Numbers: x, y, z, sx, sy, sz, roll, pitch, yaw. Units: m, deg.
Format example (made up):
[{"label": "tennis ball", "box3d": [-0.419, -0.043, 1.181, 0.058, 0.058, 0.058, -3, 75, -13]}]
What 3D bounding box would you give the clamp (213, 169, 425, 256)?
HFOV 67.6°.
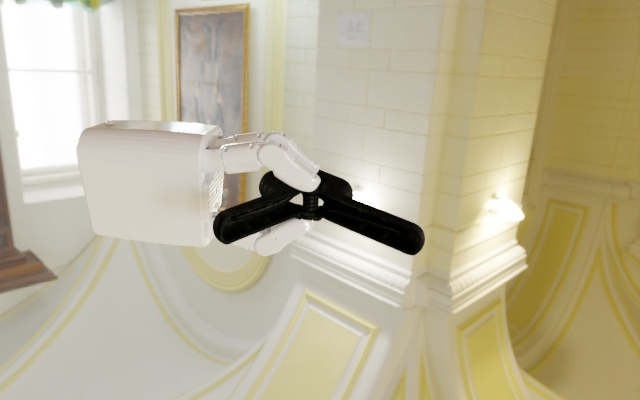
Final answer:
[{"label": "clamp", "box3d": [0.000, 0.002, 0.449, 0.164, 0.036, 0.210, 7, 16, -3]}]
